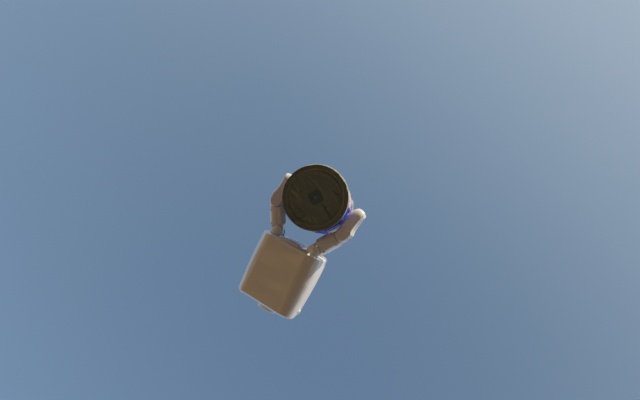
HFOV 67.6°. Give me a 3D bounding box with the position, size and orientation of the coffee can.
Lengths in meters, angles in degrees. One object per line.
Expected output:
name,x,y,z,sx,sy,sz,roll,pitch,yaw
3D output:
coffee can,0.000,0.002,0.788,0.103,0.103,0.140,0,-6,7
